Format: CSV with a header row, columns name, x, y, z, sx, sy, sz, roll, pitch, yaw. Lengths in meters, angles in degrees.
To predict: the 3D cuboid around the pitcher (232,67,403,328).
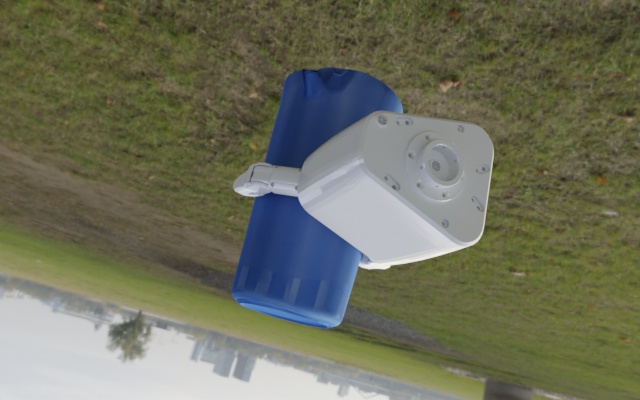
name,x,y,z,sx,sy,sz,roll,pitch,yaw
pitcher,0.000,0.002,0.494,0.149,0.242,0.145,22,-20,-19
